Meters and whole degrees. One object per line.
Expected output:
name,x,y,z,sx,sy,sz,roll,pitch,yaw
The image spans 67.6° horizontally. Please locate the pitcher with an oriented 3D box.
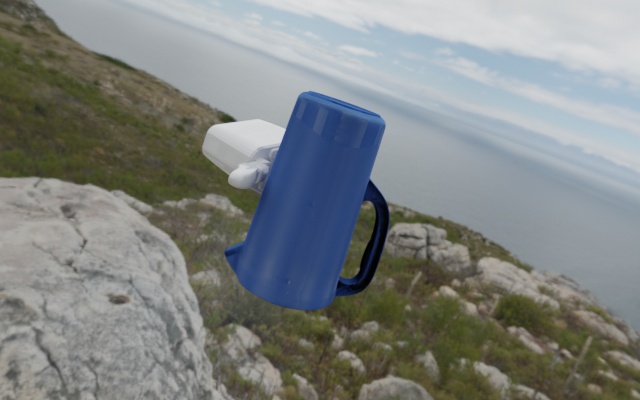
pitcher,0.000,0.002,0.582,0.145,0.243,0.149,30,18,36
